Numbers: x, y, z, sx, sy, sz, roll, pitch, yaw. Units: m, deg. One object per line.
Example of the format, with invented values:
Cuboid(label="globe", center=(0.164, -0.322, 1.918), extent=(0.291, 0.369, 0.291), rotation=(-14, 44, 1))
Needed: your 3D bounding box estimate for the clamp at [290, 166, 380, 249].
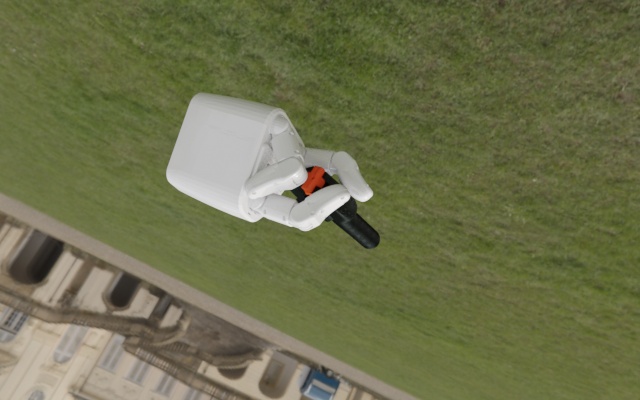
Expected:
Cuboid(label="clamp", center=(0.000, 0.002, 0.546), extent=(0.120, 0.039, 0.171), rotation=(18, -18, 25))
